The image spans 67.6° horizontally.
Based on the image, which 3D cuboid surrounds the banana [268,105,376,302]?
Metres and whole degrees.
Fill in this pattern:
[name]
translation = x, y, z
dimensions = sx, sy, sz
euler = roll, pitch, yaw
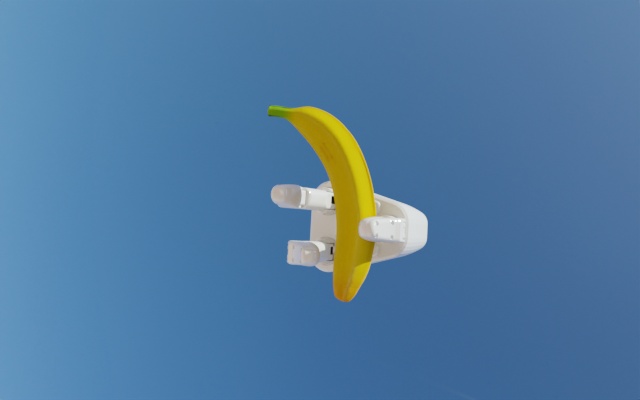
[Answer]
[banana]
translation = 0.016, -0.009, 0.445
dimensions = 0.069, 0.197, 0.037
euler = -22, -9, 14
